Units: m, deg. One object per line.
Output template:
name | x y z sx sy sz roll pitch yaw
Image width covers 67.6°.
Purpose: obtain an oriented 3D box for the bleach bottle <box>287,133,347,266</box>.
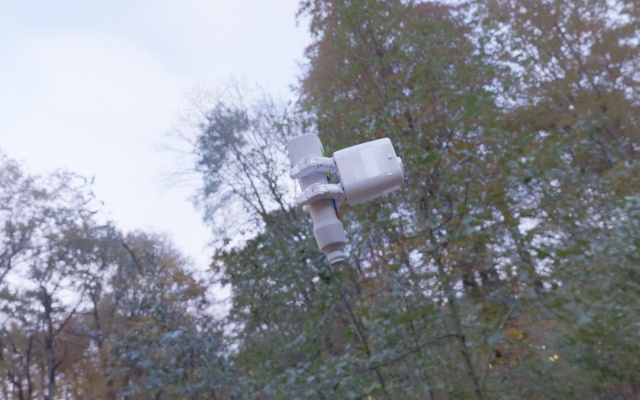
bleach bottle | 0.000 0.003 0.891 0.068 0.250 0.103 -17 -24 2
